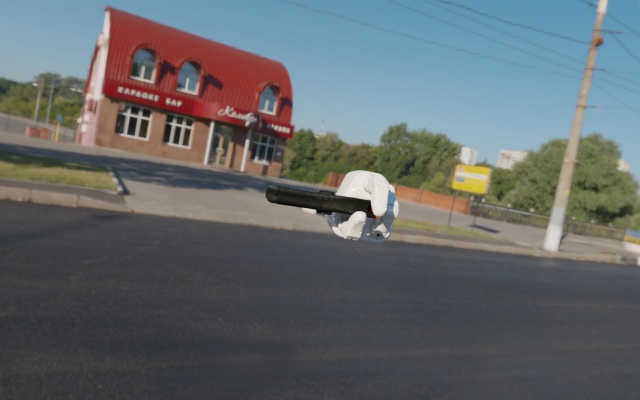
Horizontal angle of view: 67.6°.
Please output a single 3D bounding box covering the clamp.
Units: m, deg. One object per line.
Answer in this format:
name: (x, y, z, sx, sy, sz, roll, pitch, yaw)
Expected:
clamp: (0.000, 0.002, 0.724, 0.171, 0.039, 0.120, 11, 4, -9)
